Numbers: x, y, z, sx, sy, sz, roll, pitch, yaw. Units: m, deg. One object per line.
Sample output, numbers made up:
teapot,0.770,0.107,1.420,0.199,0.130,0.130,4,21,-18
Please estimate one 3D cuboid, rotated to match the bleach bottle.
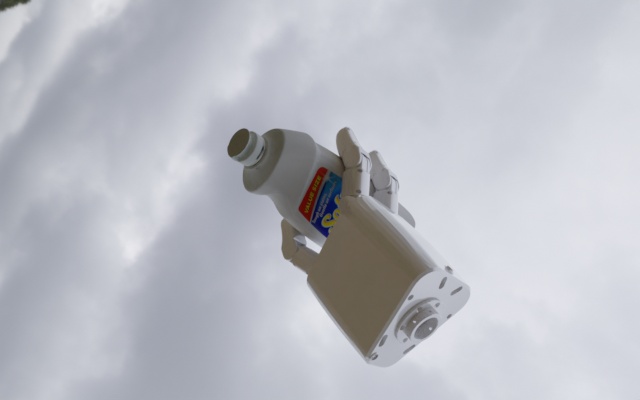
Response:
bleach bottle,0.000,0.002,0.507,0.251,0.102,0.068,31,13,-44
